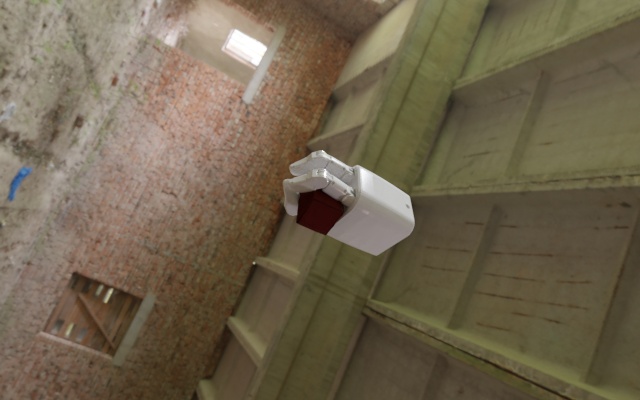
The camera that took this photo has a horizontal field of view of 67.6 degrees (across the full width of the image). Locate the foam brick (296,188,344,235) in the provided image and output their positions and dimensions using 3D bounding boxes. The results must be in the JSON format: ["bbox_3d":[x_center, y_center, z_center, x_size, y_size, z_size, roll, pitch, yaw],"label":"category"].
[{"bbox_3d":[0.000,0.003,0.709,0.051,0.053,0.078,26,34,-18],"label":"foam brick"}]
